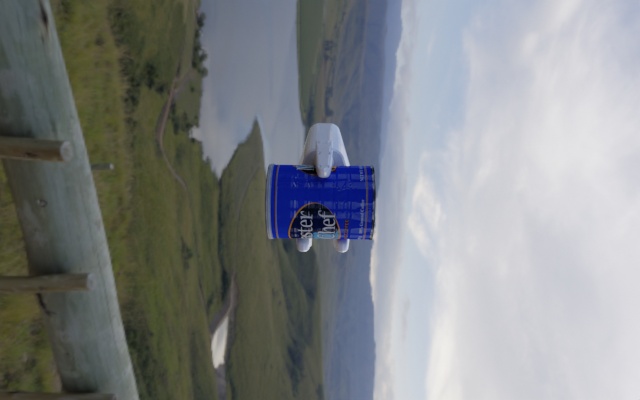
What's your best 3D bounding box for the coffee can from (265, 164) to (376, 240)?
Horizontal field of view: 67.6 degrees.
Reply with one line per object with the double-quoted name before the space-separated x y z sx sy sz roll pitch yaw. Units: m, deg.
"coffee can" 0.000 0.002 0.651 0.140 0.103 0.103 1 0 0
